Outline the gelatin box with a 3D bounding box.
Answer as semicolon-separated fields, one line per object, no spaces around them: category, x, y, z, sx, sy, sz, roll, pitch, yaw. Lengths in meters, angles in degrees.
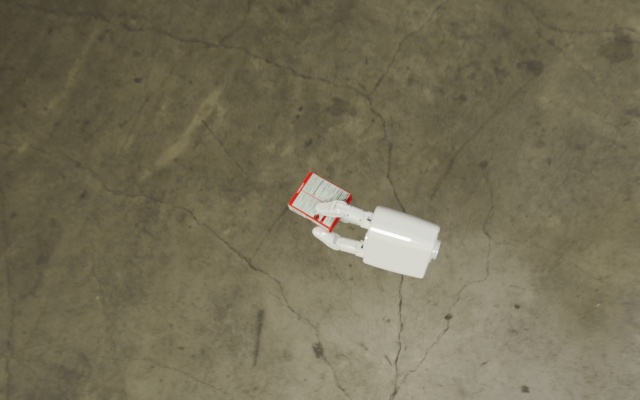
gelatin box;0.000;0.002;0.826;0.089;0.073;0.030;30;-14;13
